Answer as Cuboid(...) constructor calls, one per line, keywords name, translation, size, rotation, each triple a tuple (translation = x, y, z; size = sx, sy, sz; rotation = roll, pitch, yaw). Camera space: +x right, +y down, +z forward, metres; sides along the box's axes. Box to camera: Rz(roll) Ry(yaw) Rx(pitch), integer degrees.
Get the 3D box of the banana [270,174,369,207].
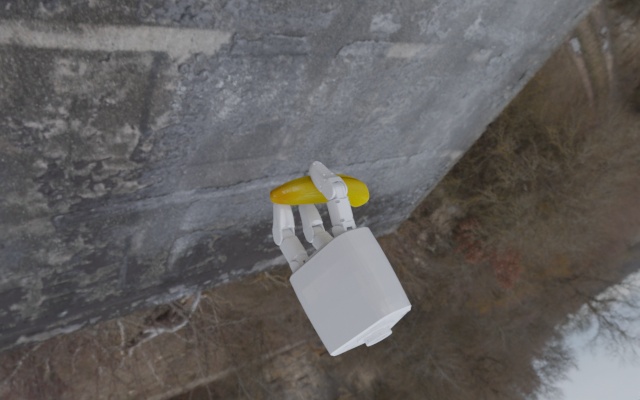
Cuboid(name="banana", translation=(0.015, -0.008, 0.635), size=(0.070, 0.037, 0.198), rotation=(-38, -23, 23))
